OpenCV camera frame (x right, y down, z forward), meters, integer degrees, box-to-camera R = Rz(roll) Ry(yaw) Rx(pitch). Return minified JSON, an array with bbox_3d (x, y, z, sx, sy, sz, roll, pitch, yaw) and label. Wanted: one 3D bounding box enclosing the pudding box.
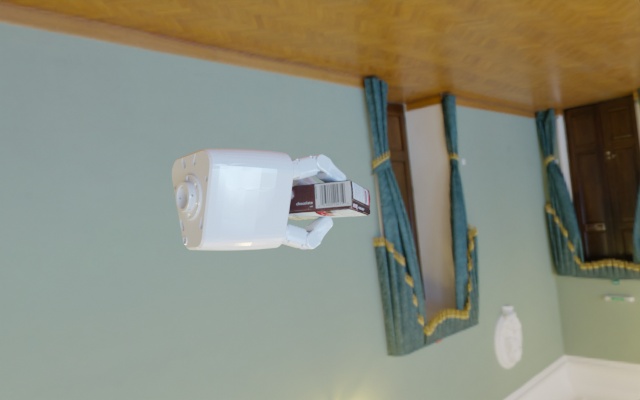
[{"bbox_3d":[0.000,0.002,0.624,0.113,0.039,0.090,-3,-7,20],"label":"pudding box"}]
